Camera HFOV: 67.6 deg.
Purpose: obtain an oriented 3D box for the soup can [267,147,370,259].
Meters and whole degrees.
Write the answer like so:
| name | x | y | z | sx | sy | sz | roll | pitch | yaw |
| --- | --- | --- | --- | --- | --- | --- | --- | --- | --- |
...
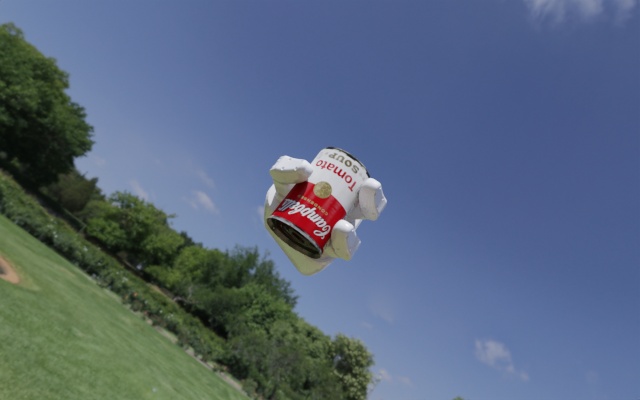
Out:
| name | x | y | z | sx | sy | sz | roll | pitch | yaw |
| --- | --- | --- | --- | --- | --- | --- | --- | --- | --- |
| soup can | 0.000 | 0.001 | 0.508 | 0.068 | 0.102 | 0.068 | 31 | -21 | 14 |
